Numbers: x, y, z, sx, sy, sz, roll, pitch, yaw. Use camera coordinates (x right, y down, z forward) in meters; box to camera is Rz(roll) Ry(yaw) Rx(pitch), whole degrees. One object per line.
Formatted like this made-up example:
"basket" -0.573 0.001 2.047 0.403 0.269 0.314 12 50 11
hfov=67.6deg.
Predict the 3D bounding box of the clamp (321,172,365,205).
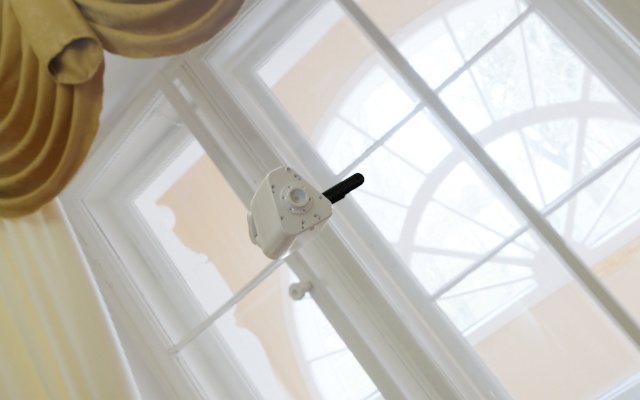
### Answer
"clamp" 0.000 0.002 0.837 0.171 0.039 0.120 -31 -8 -30
